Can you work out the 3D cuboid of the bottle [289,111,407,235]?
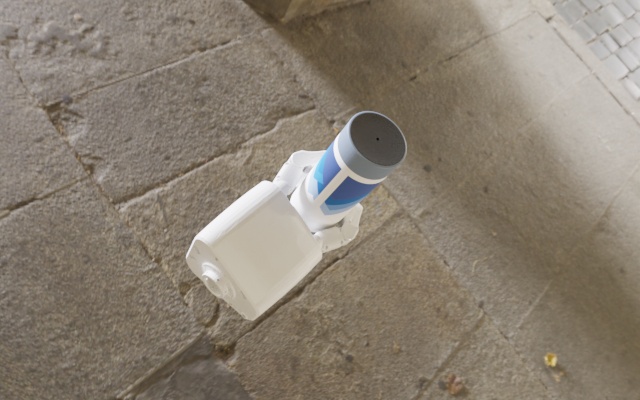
[{"bbox_3d":[0.000,0.002,0.591,0.069,0.069,0.296,0,-25,-25],"label":"bottle"}]
